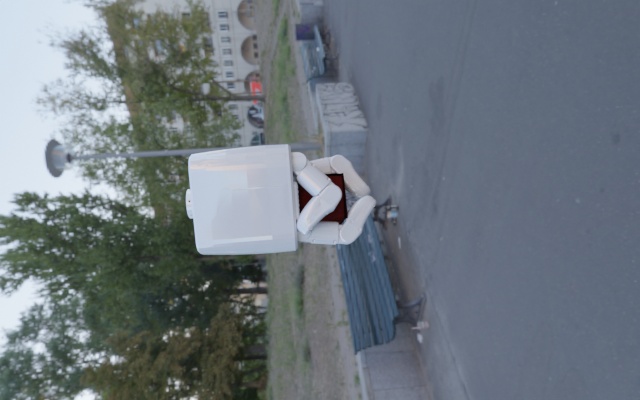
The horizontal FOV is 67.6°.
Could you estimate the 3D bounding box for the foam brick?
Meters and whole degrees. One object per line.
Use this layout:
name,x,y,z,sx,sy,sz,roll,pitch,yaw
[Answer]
foam brick,0.000,0.002,0.553,0.051,0.053,0.078,-4,-9,-4
